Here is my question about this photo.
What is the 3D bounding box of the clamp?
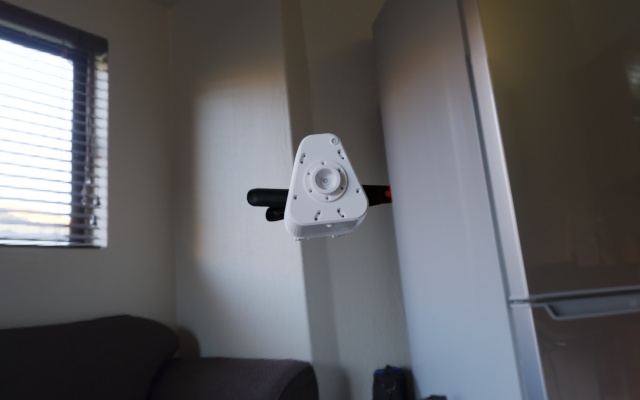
[{"bbox_3d":[0.001,0.001,0.722,0.210,0.036,0.164,-5,-10,-5],"label":"clamp"}]
